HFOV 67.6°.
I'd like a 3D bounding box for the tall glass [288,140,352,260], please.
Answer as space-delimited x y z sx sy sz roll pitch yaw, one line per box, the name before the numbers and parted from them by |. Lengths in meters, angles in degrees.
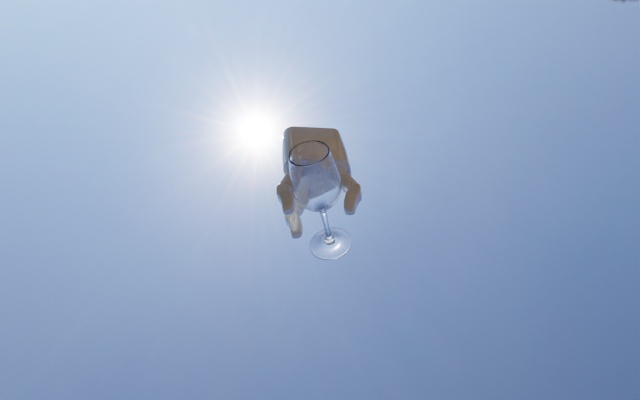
tall glass | 0.000 0.003 0.763 0.079 0.201 0.079 -7 42 7
